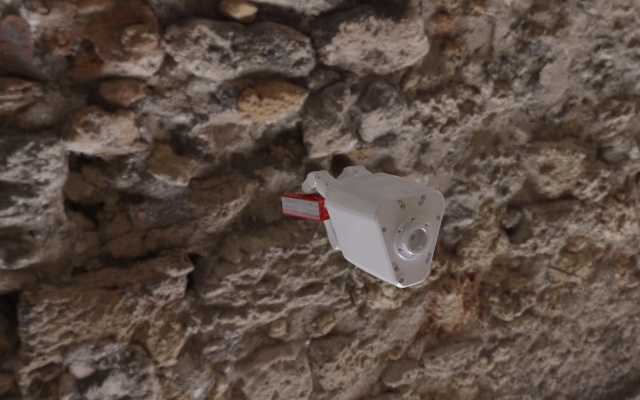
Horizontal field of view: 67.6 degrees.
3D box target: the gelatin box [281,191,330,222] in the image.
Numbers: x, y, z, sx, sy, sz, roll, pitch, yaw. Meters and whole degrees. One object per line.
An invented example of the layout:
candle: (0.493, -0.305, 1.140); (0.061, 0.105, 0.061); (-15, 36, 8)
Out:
gelatin box: (0.000, 0.003, 0.664); (0.073, 0.030, 0.089); (-15, 14, -38)
